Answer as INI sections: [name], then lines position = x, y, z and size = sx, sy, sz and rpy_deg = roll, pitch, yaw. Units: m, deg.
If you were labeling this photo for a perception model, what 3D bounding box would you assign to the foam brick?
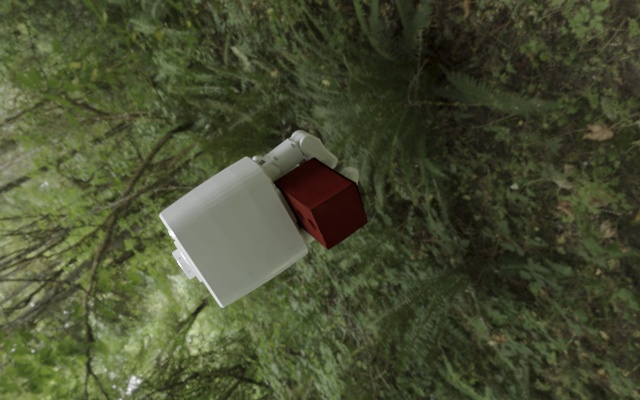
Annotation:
[foam brick]
position = 0.000, 0.002, 0.471
size = 0.051, 0.053, 0.078
rpy_deg = -33, 37, -17
